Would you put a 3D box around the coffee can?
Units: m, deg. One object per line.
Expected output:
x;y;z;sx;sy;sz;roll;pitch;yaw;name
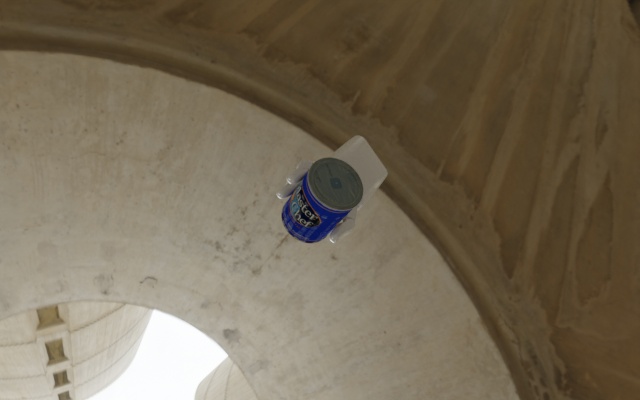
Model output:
0.000;0.003;0.861;0.103;0.102;0.140;0;-28;-26;coffee can
